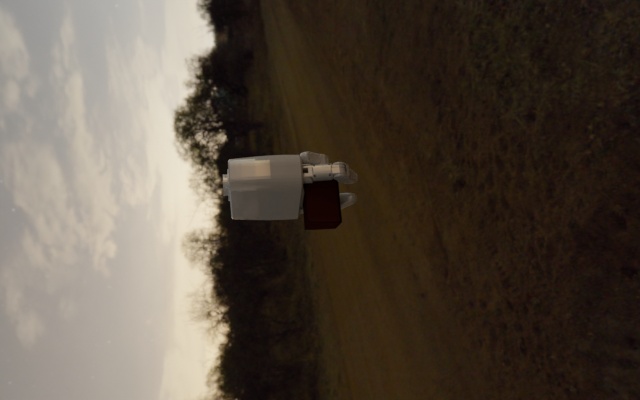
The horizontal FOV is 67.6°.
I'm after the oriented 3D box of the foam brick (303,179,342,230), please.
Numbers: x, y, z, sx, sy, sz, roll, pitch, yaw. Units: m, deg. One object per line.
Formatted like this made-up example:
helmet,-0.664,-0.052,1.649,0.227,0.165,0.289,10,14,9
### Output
foam brick,0.000,0.003,0.726,0.051,0.078,0.053,-2,-16,-9
